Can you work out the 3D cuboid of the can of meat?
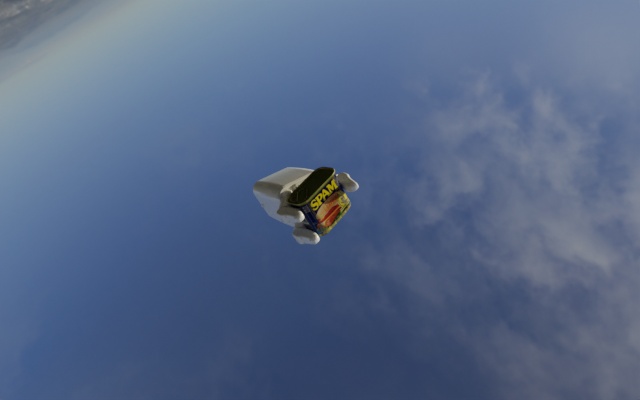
[{"bbox_3d":[0.000,0.003,0.874,0.057,0.084,0.102,11,50,49],"label":"can of meat"}]
